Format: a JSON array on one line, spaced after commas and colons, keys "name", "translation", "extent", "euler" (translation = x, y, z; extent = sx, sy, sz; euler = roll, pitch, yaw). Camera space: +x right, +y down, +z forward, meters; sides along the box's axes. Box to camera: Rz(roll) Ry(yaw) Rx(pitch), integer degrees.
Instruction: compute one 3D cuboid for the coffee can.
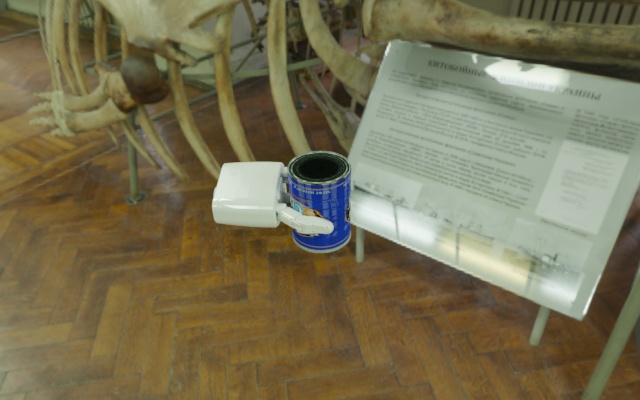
[{"name": "coffee can", "translation": [0.000, 0.003, 0.800], "extent": [0.103, 0.140, 0.102], "euler": [-1, 35, 1]}]
